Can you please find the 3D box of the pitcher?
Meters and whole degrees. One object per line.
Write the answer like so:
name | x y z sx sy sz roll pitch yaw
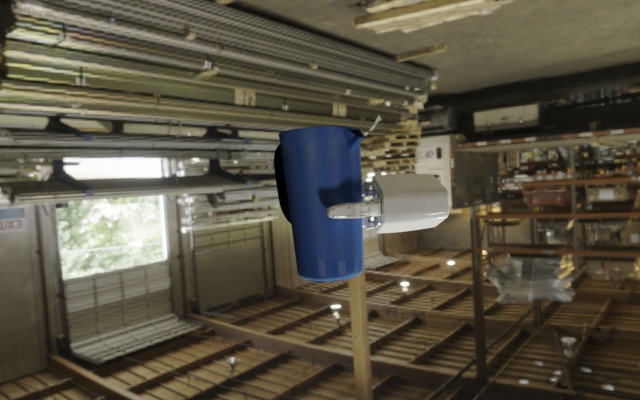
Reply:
pitcher | 0.000 0.003 0.781 0.145 0.243 0.149 -4 2 -4
